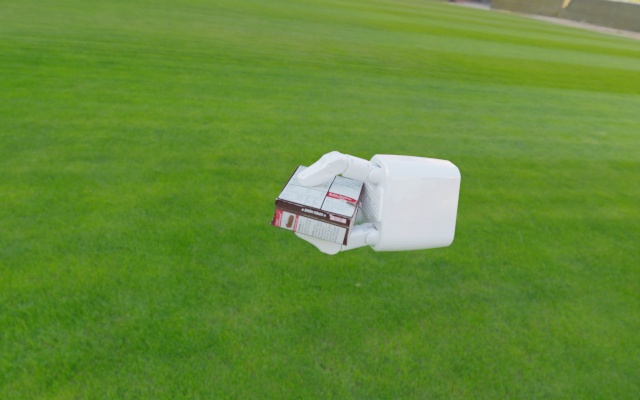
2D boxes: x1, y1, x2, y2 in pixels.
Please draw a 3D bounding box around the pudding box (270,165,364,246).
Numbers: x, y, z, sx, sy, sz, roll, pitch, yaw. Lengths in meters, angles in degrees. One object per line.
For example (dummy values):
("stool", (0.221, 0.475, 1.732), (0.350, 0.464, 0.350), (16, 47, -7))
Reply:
("pudding box", (0.000, 0.002, 0.567), (0.090, 0.039, 0.113), (14, 25, 6))
